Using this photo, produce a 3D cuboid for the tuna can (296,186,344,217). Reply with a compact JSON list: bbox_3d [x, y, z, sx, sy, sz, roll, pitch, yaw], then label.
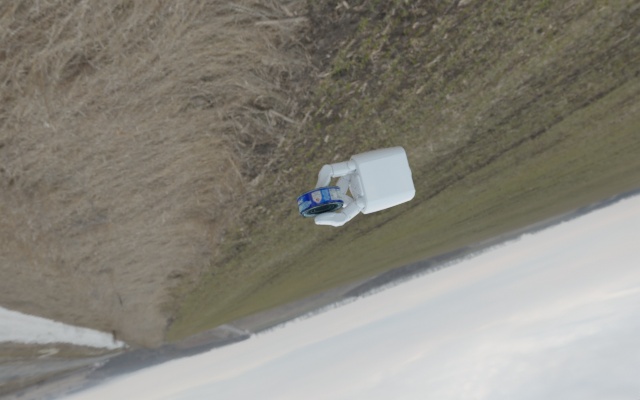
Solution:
[{"bbox_3d":[0.000,0.003,0.896,0.086,0.033,0.086,-14,-14,-3],"label":"tuna can"}]
